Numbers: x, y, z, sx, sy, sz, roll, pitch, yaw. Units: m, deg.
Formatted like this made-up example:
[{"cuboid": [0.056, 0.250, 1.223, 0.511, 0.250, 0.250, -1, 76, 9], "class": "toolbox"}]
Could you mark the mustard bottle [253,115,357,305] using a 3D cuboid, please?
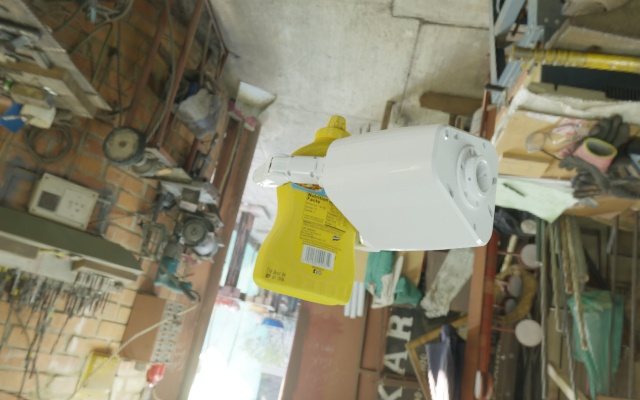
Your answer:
[{"cuboid": [0.000, 0.002, 0.481, 0.096, 0.191, 0.058, 19, -19, -19], "class": "mustard bottle"}]
